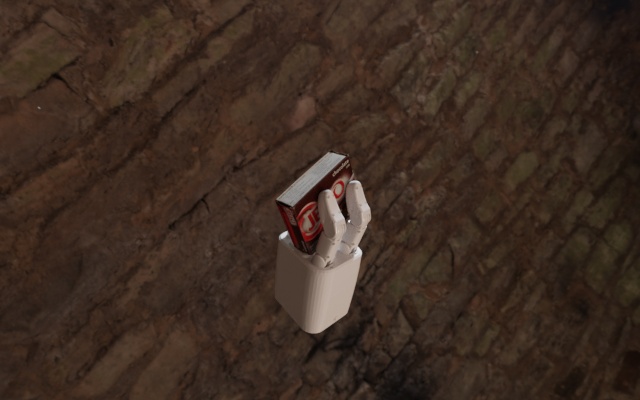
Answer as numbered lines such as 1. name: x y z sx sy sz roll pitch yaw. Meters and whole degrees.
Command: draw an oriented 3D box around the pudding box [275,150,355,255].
1. pudding box: 0.000 0.002 0.628 0.039 0.090 0.113 22 55 35
